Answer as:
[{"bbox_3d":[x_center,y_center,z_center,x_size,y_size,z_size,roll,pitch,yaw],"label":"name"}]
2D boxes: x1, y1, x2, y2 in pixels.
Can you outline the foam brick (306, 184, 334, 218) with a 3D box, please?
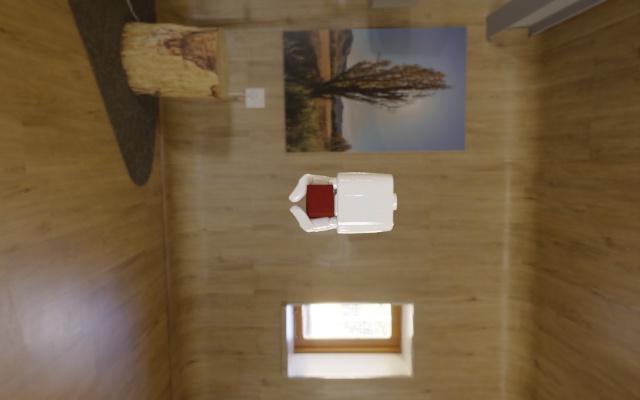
[{"bbox_3d":[0.000,0.003,0.897,0.051,0.053,0.078,0,-10,1],"label":"foam brick"}]
